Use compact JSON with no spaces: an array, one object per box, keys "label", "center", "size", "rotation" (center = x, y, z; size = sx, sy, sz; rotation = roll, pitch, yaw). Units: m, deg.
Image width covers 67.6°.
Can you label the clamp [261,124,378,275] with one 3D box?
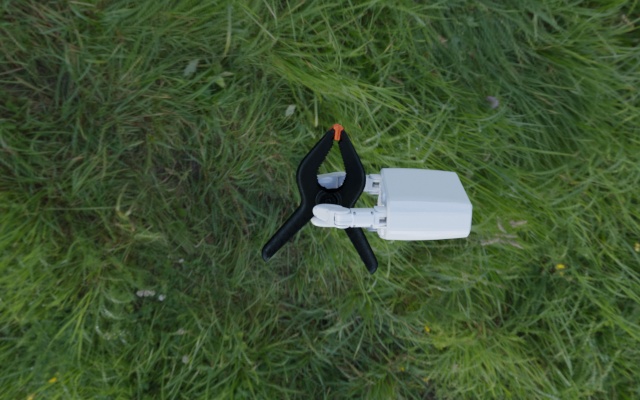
[{"label":"clamp","center":[0.000,0.002,0.652],"size":[0.164,0.210,0.036],"rotation":[0,15,-1]}]
